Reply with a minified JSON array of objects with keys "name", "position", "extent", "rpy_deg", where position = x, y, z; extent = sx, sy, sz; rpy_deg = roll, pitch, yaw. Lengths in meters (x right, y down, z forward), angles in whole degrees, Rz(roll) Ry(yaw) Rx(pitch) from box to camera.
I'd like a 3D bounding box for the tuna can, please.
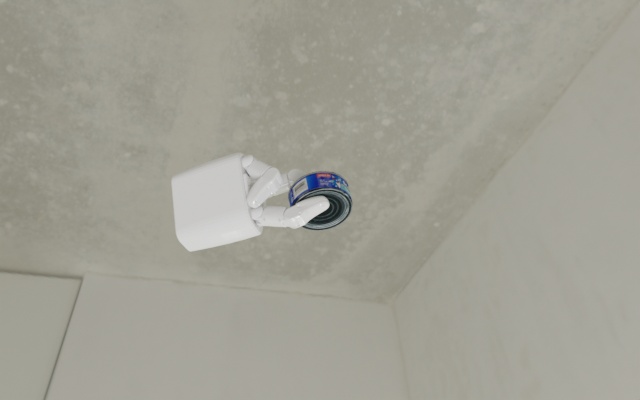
[{"name":"tuna can","position":[0.000,0.003,0.652],"extent":[0.086,0.033,0.086],"rpy_deg":[-6,-44,-6]}]
